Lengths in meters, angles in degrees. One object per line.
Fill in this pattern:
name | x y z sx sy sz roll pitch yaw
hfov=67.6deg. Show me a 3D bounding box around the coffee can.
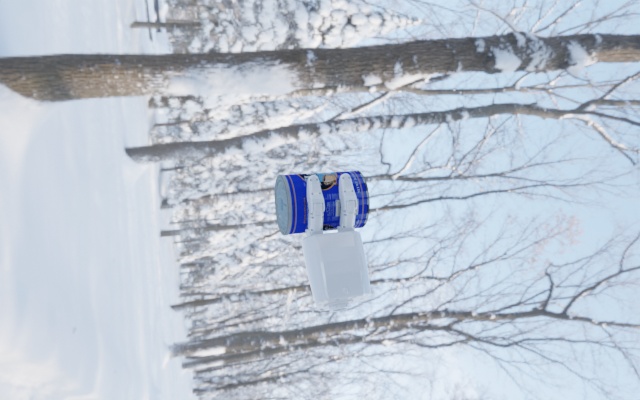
coffee can | 0.000 0.003 0.819 0.140 0.103 0.103 -4 1 -17
